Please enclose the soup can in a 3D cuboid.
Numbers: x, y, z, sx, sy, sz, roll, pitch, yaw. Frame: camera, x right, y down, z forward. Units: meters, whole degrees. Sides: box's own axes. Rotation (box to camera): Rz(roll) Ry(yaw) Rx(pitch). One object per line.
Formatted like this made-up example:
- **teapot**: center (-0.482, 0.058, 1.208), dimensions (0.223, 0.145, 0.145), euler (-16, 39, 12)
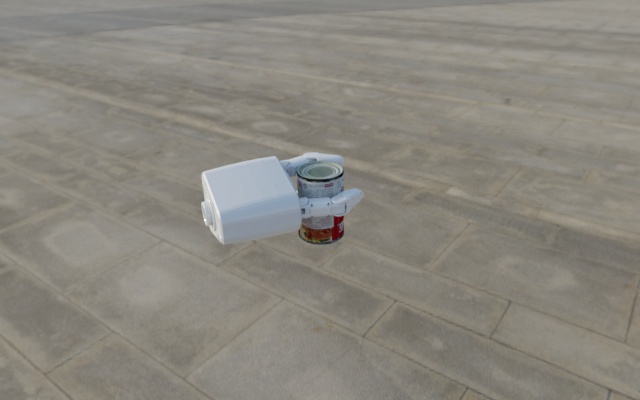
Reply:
- **soup can**: center (0.001, 0.002, 0.680), dimensions (0.068, 0.102, 0.068), euler (-1, 27, 0)
